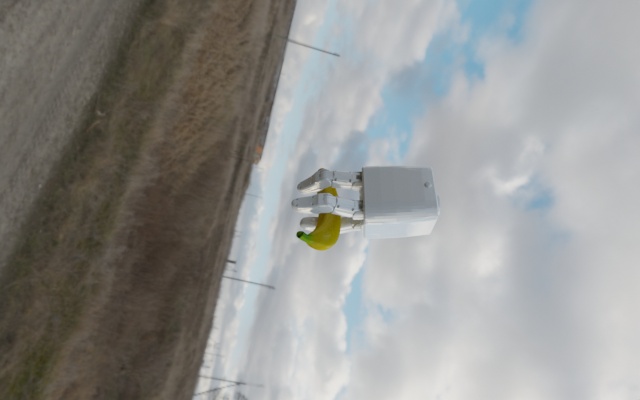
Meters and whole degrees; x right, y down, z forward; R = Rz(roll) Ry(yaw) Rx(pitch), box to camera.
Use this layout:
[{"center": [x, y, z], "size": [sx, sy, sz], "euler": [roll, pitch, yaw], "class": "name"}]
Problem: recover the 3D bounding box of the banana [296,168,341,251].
[{"center": [0.007, 0.019, 0.736], "size": [0.037, 0.070, 0.197], "euler": [-18, 27, 18], "class": "banana"}]
